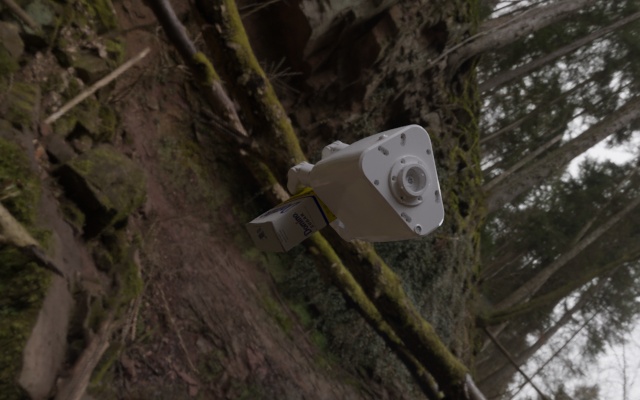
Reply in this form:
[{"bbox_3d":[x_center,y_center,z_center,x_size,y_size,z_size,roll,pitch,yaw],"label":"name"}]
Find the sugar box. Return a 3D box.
[{"bbox_3d":[0.000,0.001,0.597,0.176,0.048,0.093,-29,9,-25],"label":"sugar box"}]
